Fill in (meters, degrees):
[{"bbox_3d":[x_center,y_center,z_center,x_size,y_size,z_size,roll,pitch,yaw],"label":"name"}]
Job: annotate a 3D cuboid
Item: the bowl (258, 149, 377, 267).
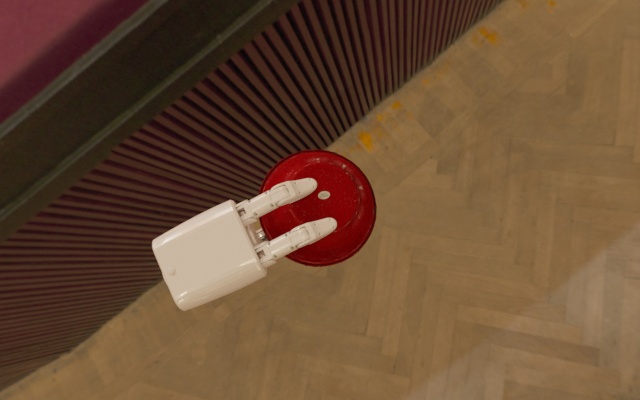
[{"bbox_3d":[0.001,0.001,0.615,0.162,0.162,0.055,0,-14,-9],"label":"bowl"}]
